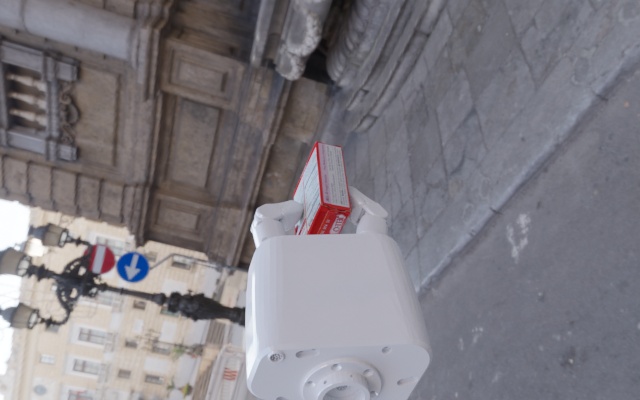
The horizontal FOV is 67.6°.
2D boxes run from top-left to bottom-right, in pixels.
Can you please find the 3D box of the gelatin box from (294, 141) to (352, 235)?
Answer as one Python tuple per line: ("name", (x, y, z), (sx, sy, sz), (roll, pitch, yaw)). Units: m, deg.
("gelatin box", (0.000, 0.001, 0.444), (0.030, 0.089, 0.073), (11, -48, -16))
